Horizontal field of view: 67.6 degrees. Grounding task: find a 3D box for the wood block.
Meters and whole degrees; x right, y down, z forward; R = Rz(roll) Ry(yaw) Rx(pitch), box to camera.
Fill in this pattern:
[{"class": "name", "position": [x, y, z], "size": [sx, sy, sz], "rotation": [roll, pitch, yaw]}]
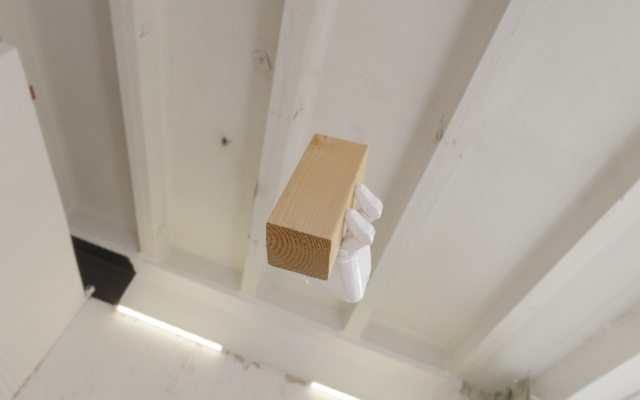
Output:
[{"class": "wood block", "position": [0.000, 0.002, 0.703], "size": [0.091, 0.090, 0.206], "rotation": [14, 45, 10]}]
